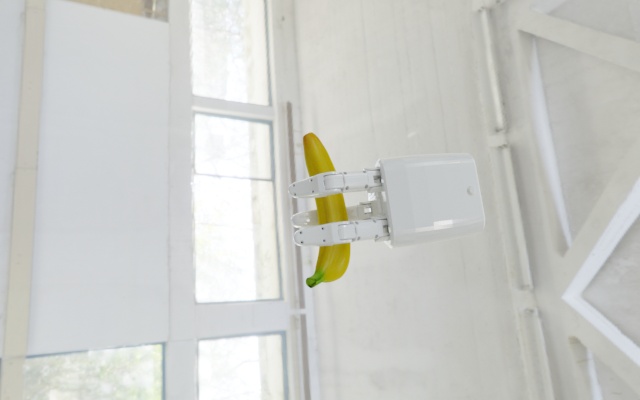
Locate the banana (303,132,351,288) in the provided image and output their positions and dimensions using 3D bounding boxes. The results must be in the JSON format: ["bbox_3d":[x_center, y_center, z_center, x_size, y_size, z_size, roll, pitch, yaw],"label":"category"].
[{"bbox_3d":[0.008,0.013,0.556,0.037,0.197,0.070,-16,-32,19],"label":"banana"}]
